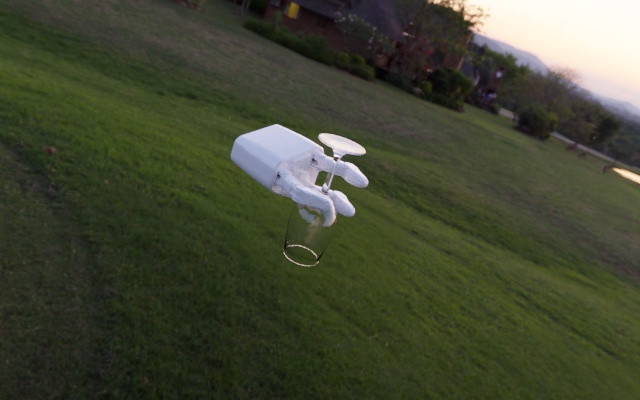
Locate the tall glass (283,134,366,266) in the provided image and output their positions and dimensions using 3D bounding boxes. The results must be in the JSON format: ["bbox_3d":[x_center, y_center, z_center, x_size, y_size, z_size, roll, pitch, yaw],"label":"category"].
[{"bbox_3d":[0.000,0.002,0.743,0.079,0.201,0.079,17,22,-7],"label":"tall glass"}]
